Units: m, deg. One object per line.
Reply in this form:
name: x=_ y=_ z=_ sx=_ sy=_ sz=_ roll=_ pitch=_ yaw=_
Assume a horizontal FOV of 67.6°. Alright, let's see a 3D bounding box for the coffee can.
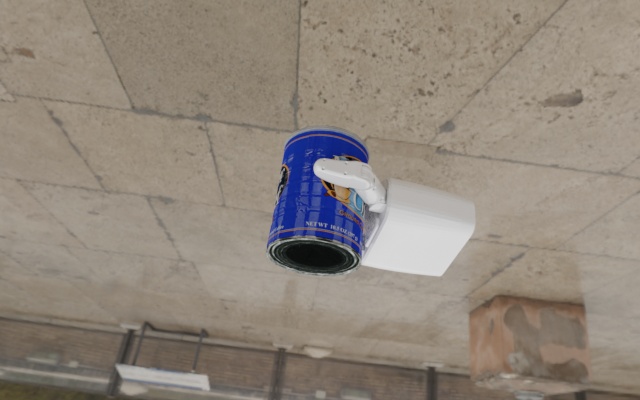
coffee can: x=0.000 y=0.002 z=0.540 sx=0.103 sy=0.140 sz=0.103 roll=5 pitch=-29 yaw=3
